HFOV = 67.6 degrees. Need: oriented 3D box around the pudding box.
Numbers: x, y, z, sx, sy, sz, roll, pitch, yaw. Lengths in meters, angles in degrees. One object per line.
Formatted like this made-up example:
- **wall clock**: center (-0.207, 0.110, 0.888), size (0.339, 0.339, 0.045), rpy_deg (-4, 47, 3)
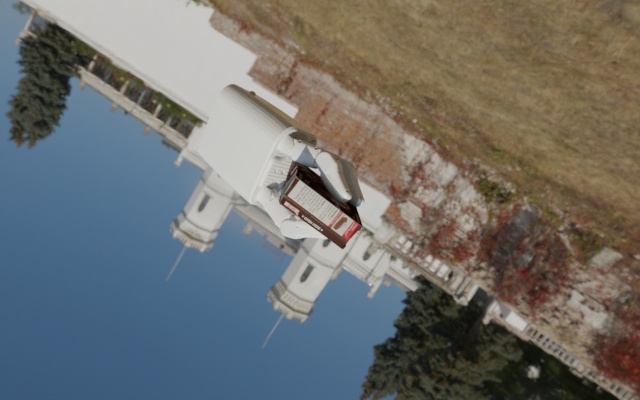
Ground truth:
- **pudding box**: center (0.000, 0.002, 0.550), size (0.090, 0.039, 0.113), rpy_deg (36, 12, -8)
